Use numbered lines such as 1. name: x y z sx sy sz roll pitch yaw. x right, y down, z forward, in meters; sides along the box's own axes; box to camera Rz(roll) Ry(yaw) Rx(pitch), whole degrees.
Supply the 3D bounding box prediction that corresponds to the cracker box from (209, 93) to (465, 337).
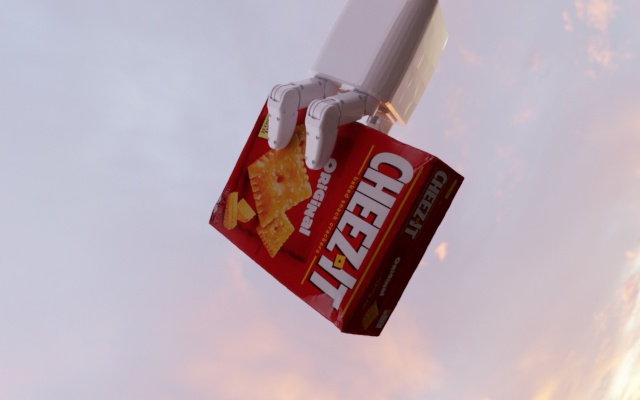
1. cracker box: 0.000 0.001 0.463 0.213 0.164 0.072 31 6 39
